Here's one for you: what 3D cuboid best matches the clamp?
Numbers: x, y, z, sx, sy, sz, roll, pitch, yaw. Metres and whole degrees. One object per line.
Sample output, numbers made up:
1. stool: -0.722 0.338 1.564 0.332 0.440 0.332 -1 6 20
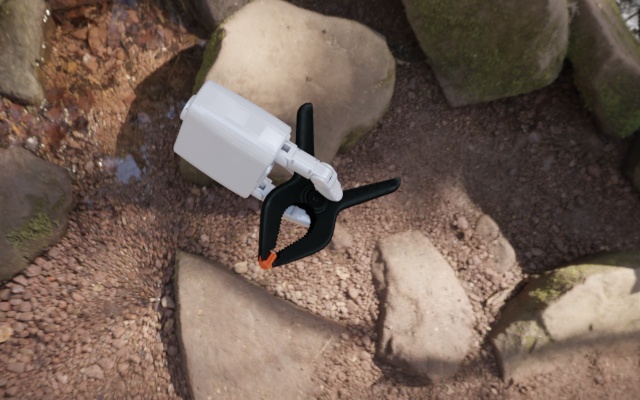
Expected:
1. clamp: 0.000 0.002 0.588 0.164 0.210 0.036 32 -19 -9
